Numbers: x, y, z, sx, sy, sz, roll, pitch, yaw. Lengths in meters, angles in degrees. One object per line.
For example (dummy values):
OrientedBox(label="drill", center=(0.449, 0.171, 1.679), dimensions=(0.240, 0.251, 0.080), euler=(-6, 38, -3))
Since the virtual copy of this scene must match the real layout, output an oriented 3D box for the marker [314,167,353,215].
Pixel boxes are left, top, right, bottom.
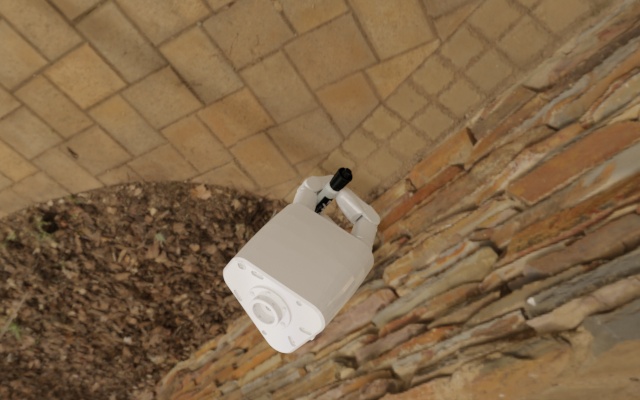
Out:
OrientedBox(label="marker", center=(0.000, 0.002, 0.556), dimensions=(0.020, 0.020, 0.121), euler=(0, -34, -37))
